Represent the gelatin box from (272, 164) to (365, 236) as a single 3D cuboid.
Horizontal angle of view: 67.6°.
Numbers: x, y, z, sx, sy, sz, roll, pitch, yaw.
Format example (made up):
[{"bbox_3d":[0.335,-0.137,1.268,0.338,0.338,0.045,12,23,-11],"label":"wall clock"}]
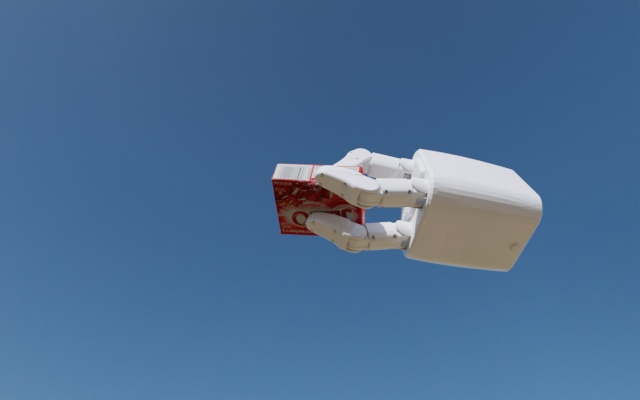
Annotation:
[{"bbox_3d":[0.000,0.001,0.482,0.089,0.073,0.030,3,40,10],"label":"gelatin box"}]
